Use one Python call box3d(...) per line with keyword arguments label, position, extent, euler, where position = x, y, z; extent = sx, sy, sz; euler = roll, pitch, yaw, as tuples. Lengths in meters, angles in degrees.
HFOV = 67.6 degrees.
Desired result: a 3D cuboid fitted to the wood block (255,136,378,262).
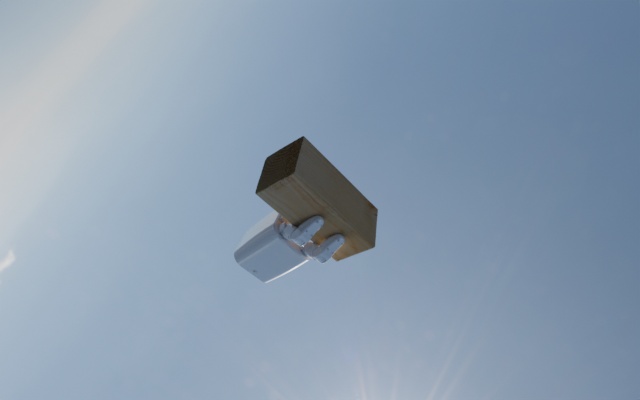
box3d(label="wood block", position=(0.000, 0.003, 0.810), extent=(0.090, 0.090, 0.206), euler=(-26, -53, 32))
